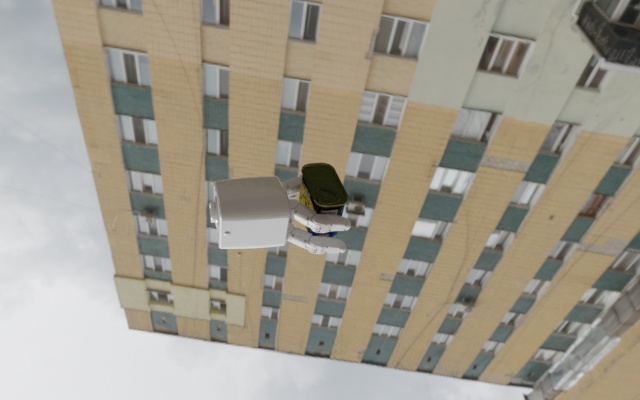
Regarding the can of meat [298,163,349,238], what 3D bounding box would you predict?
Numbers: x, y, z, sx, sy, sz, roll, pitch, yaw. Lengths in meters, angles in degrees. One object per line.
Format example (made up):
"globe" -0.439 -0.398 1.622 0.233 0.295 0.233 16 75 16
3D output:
"can of meat" 0.000 0.003 0.782 0.057 0.084 0.102 -6 45 -19
